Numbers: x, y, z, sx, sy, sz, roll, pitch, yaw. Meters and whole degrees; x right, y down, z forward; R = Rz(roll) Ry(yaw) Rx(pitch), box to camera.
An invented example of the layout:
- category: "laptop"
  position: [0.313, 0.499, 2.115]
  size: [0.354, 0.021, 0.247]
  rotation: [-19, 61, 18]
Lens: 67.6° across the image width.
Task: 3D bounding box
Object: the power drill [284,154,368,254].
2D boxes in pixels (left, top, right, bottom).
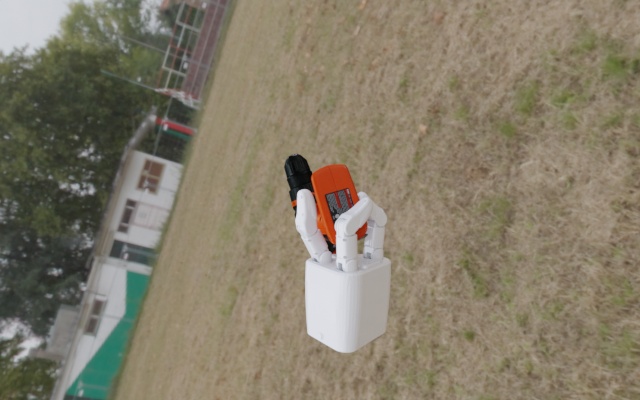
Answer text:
- category: "power drill"
  position: [0.000, 0.003, 0.707]
  size: [0.057, 0.184, 0.188]
  rotation: [-19, -3, -15]
